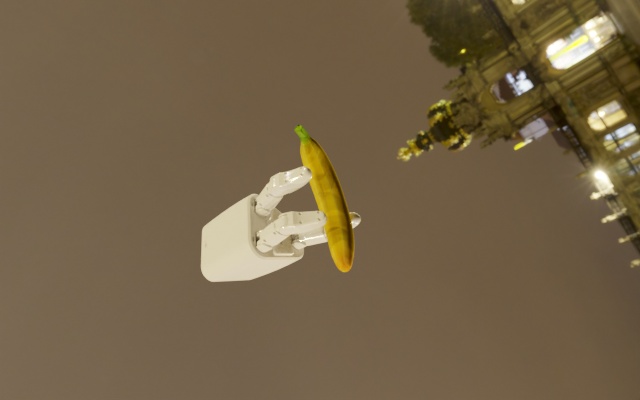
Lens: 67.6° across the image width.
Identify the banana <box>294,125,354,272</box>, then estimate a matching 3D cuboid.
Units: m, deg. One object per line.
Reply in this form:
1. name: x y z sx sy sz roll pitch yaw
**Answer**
1. banana: 0.008 -0.001 0.632 0.037 0.197 0.069 -25 -12 25
